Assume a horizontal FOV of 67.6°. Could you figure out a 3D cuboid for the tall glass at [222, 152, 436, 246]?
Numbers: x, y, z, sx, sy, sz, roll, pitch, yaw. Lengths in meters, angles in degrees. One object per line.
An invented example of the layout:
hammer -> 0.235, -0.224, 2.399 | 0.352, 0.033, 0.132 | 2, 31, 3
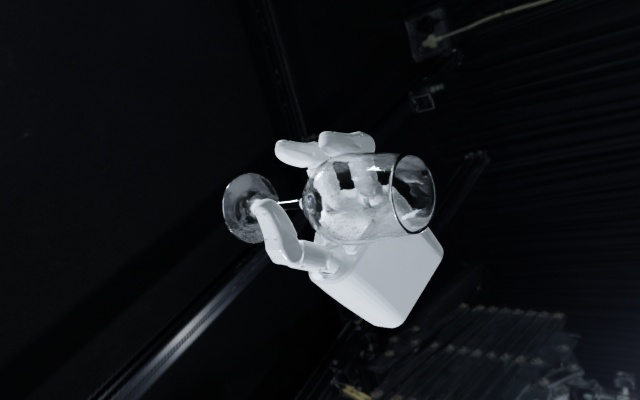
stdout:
tall glass -> -0.001, 0.001, 0.428 | 0.201, 0.079, 0.079 | -6, -4, 45
